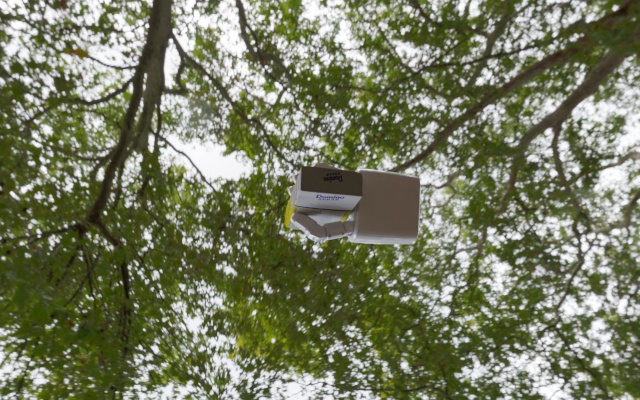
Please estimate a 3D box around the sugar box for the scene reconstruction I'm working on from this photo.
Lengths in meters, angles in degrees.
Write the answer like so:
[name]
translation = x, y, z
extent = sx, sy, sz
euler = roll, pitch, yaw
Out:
[sugar box]
translation = 0.000, 0.002, 0.755
extent = 0.093, 0.048, 0.176
euler = 6, -24, -10
